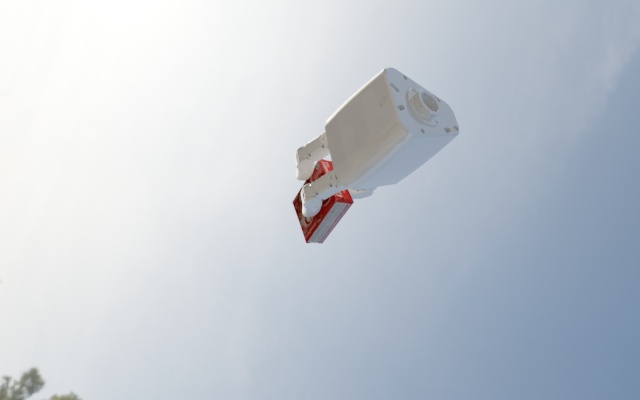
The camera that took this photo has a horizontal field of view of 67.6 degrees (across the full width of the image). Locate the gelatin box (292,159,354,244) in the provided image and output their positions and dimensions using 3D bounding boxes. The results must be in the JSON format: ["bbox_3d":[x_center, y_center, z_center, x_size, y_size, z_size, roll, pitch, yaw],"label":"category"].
[{"bbox_3d":[0.000,0.002,0.631,0.030,0.073,0.089,6,-44,-32],"label":"gelatin box"}]
